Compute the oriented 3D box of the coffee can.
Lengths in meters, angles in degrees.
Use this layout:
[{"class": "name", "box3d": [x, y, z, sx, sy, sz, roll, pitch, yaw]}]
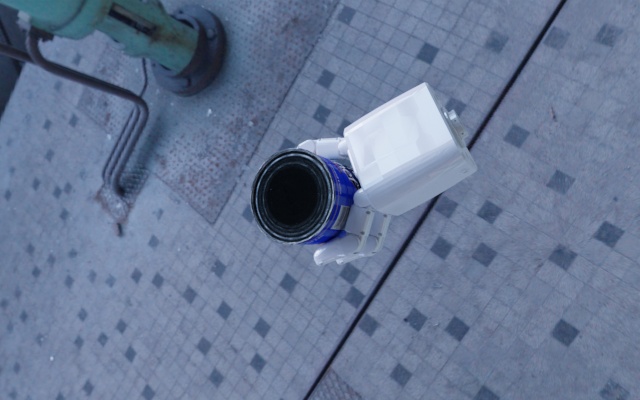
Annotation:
[{"class": "coffee can", "box3d": [0.000, 0.002, 0.559, 0.103, 0.103, 0.140, 0, -5, 27]}]
